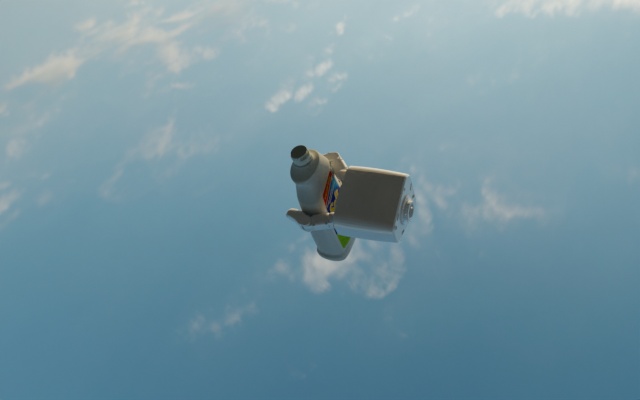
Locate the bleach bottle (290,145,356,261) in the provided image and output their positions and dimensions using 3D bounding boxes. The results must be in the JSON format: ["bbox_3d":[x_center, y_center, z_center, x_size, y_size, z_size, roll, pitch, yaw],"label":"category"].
[{"bbox_3d":[0.000,0.003,0.847,0.068,0.102,0.251,10,-32,28],"label":"bleach bottle"}]
